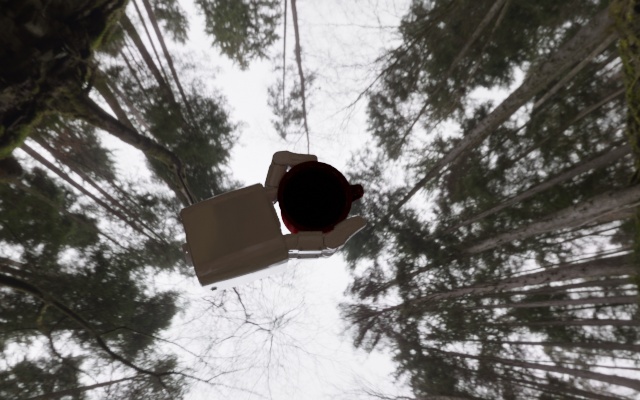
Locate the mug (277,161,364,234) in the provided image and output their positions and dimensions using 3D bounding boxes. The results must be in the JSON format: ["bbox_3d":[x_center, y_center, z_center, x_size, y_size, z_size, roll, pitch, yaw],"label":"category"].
[{"bbox_3d":[0.001,0.002,0.626,0.117,0.093,0.081,-17,-13,-11],"label":"mug"}]
